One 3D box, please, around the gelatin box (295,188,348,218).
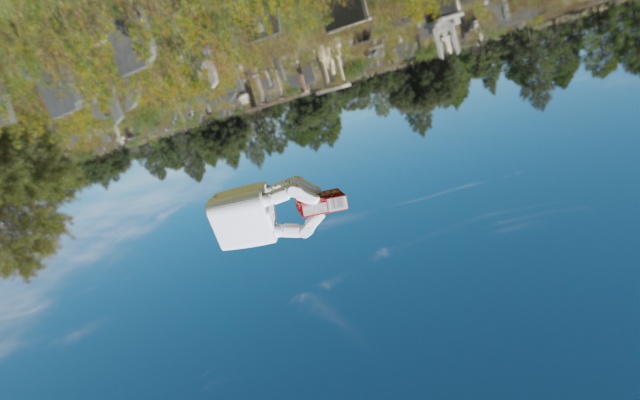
[{"bbox_3d":[0.001,0.003,0.894,0.089,0.030,0.073,-11,13,-8],"label":"gelatin box"}]
